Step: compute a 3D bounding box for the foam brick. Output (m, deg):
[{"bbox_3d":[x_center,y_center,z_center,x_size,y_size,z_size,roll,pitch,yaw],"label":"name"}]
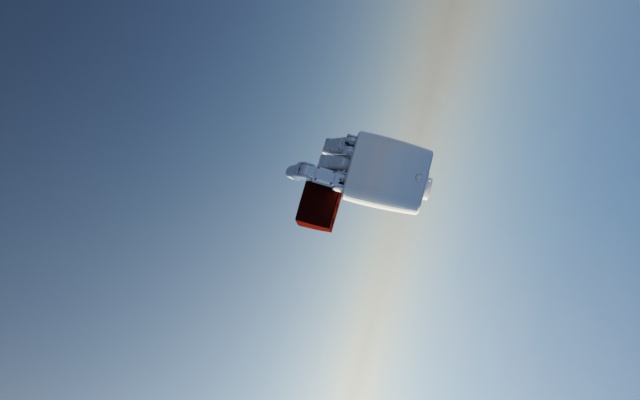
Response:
[{"bbox_3d":[0.000,0.003,0.685,0.051,0.078,0.053,15,-9,6],"label":"foam brick"}]
